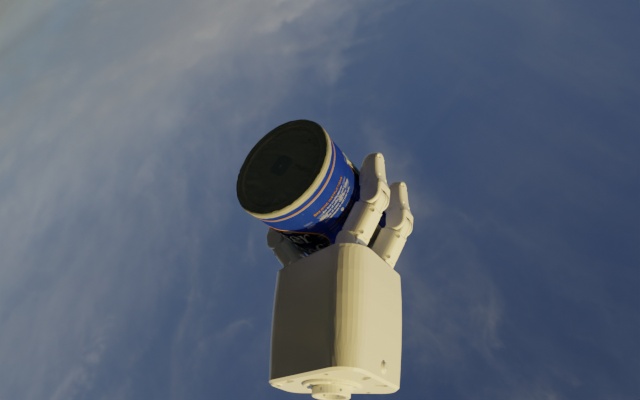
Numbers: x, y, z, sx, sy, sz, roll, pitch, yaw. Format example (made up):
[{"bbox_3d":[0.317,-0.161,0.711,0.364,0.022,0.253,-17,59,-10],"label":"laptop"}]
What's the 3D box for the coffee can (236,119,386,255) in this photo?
[{"bbox_3d":[0.000,0.001,0.479,0.103,0.102,0.140,0,-29,37],"label":"coffee can"}]
